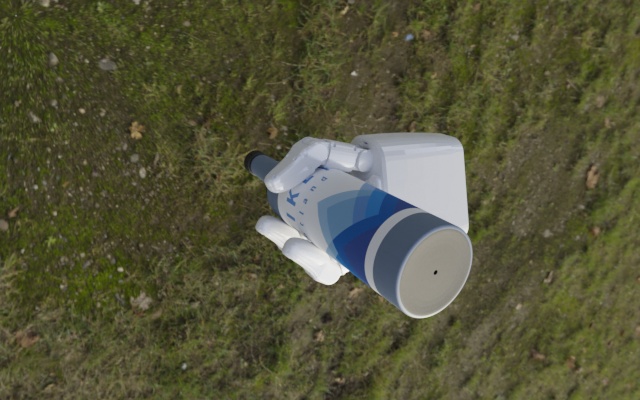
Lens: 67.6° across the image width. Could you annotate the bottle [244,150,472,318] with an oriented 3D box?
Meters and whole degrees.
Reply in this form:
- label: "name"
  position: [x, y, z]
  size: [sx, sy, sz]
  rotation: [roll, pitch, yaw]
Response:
- label: "bottle"
  position: [0.000, 0.001, 0.426]
  size: [0.069, 0.069, 0.295]
  rotation: [0, 18, -32]
